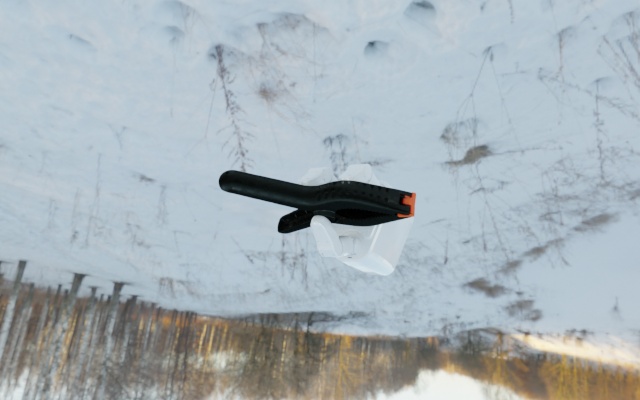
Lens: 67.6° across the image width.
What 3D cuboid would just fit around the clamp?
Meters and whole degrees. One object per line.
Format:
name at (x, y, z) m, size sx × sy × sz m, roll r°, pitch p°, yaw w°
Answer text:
clamp at (0.001, 0.003, 0.545) m, size 0.210 × 0.036 × 0.165 m, roll -3°, pitch -22°, yaw 28°
